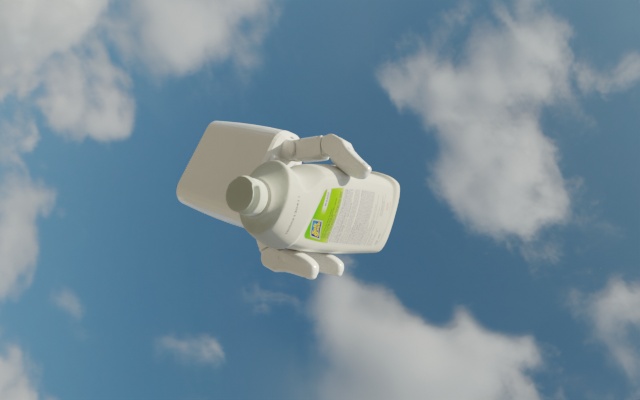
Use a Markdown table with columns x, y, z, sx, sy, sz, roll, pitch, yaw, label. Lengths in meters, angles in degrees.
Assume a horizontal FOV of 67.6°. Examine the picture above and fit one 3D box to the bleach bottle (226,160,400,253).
| x | y | z | sx | sy | sz | roll | pitch | yaw | label |
| --- | --- | --- | --- | --- | --- | --- | --- | --- | --- |
| 0.000 | 0.002 | 0.485 | 0.068 | 0.102 | 0.251 | 14 | 0 | 31 | bleach bottle |
